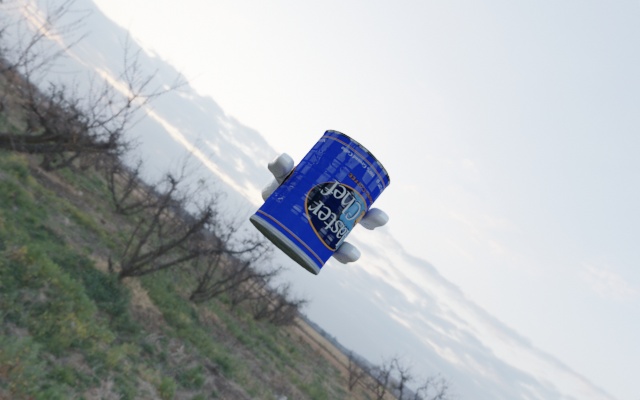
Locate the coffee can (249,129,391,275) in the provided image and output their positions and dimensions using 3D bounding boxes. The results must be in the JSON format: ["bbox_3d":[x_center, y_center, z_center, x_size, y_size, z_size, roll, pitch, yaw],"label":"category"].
[{"bbox_3d":[0.000,0.002,0.563,0.103,0.140,0.103,38,-12,10],"label":"coffee can"}]
